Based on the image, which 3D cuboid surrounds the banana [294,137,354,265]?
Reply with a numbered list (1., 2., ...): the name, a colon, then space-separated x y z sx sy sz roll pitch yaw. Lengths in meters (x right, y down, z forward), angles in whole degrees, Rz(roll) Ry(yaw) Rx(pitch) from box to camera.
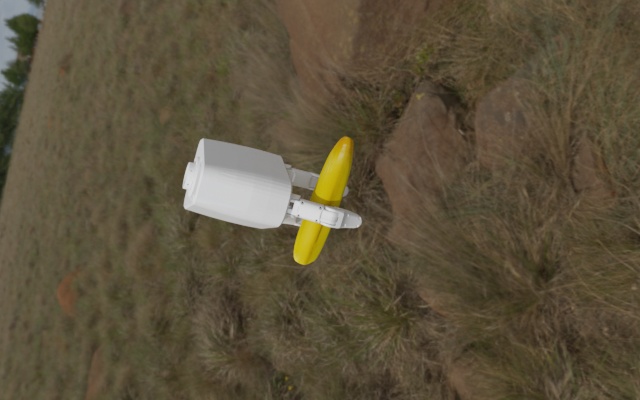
1. banana: -0.001 0.014 0.613 0.037 0.198 0.069 16 29 -8
